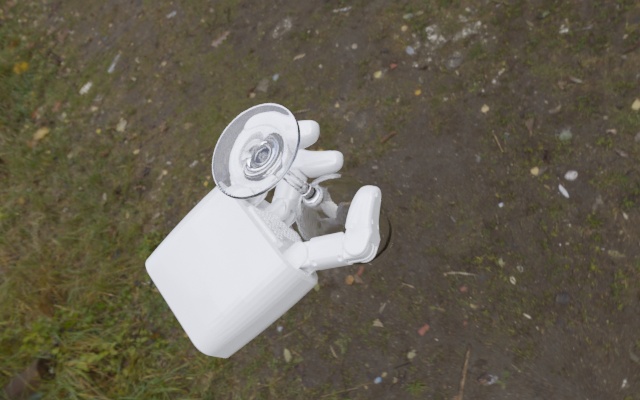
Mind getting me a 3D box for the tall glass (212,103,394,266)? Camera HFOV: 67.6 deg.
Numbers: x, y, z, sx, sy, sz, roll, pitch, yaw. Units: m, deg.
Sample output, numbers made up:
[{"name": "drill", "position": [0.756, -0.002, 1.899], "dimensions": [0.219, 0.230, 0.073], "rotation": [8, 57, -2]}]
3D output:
[{"name": "tall glass", "position": [0.000, 0.001, 0.411], "dimensions": [0.079, 0.079, 0.201], "rotation": [0, -21, 31]}]
